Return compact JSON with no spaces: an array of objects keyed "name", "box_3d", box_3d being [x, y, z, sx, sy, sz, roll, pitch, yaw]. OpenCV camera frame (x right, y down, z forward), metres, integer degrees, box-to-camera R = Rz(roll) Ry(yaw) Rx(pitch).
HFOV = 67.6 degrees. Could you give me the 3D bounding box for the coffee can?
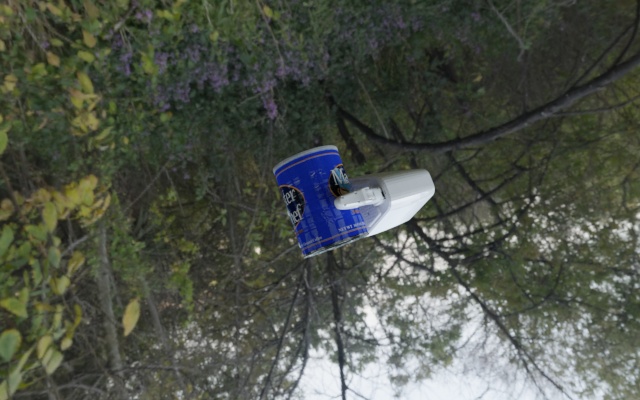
[{"name":"coffee can","box_3d":[0.000,0.002,0.709,0.103,0.140,0.103,-20,-8,-3]}]
